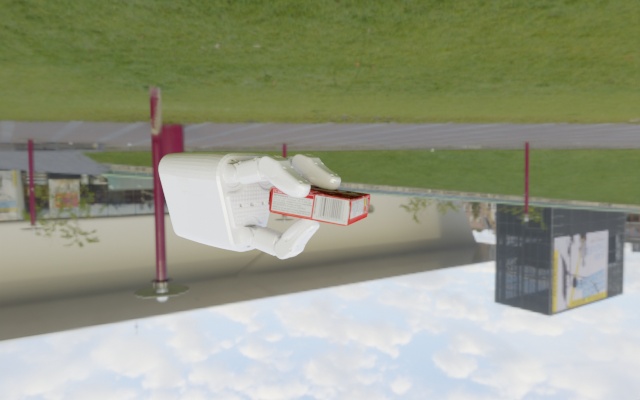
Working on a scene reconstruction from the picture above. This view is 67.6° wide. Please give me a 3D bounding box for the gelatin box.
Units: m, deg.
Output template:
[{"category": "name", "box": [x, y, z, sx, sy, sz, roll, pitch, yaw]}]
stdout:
[{"category": "gelatin box", "box": [0.000, 0.002, 0.506, 0.089, 0.030, 0.073, 10, 8, 20]}]
